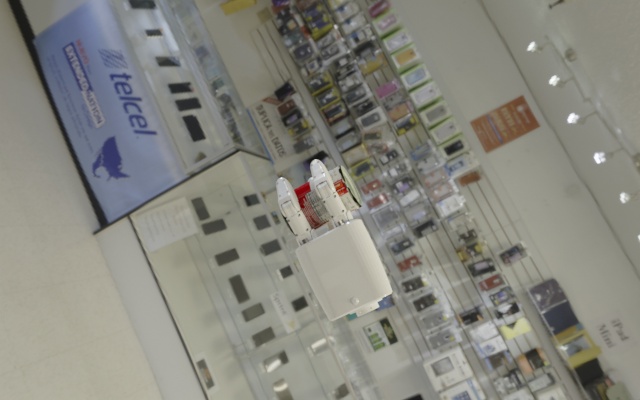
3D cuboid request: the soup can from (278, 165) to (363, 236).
[{"bbox_3d":[0.000,0.002,0.680,0.102,0.068,0.068,-28,-6,11],"label":"soup can"}]
